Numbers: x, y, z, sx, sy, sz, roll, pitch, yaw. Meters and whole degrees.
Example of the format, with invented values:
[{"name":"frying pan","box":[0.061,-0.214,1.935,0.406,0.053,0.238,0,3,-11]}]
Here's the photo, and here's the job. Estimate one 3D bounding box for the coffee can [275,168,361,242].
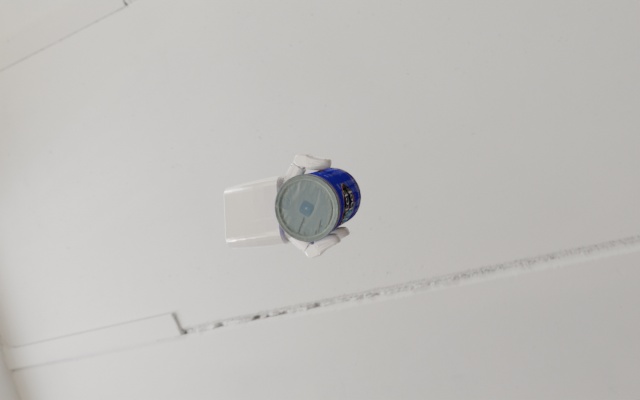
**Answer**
[{"name":"coffee can","box":[0.000,0.002,0.773,0.103,0.103,0.140,0,8,18]}]
